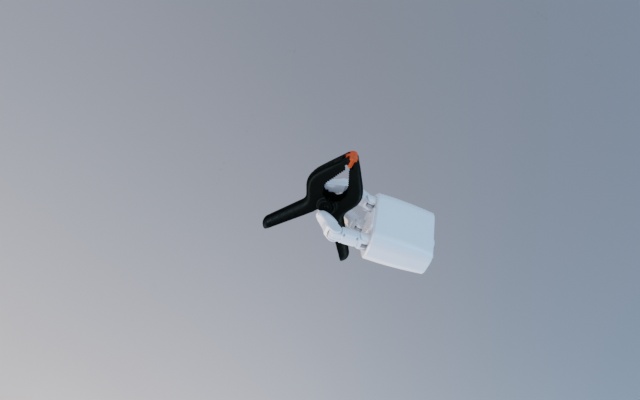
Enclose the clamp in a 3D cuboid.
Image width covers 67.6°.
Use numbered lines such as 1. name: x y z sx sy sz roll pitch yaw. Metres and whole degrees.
1. clamp: 0.000 0.003 0.798 0.164 0.210 0.036 18 35 -6
